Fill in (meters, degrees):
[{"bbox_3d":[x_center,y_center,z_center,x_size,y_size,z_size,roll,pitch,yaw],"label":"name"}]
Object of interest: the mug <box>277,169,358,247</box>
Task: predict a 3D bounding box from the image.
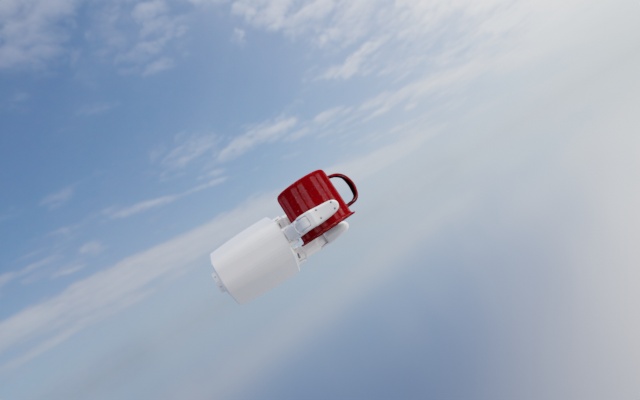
[{"bbox_3d":[0.001,0.001,0.697,0.117,0.081,0.093,-32,-4,-12],"label":"mug"}]
